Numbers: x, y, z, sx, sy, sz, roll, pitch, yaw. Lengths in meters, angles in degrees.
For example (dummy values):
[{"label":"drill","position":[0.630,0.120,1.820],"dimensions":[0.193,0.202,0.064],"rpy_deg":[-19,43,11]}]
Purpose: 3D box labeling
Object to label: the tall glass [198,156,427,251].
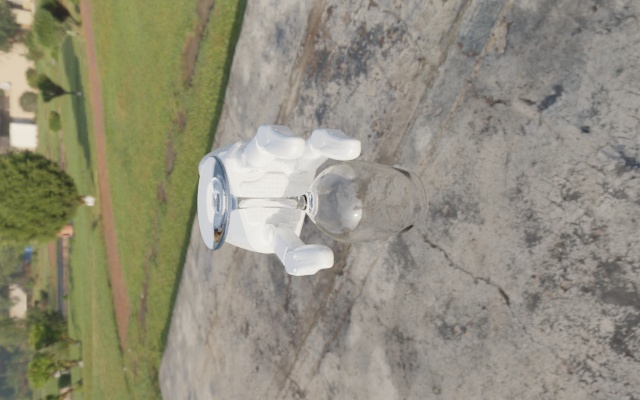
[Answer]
[{"label":"tall glass","position":[0.000,0.001,0.424],"dimensions":[0.201,0.079,0.079],"rpy_deg":[0,0,-31]}]
